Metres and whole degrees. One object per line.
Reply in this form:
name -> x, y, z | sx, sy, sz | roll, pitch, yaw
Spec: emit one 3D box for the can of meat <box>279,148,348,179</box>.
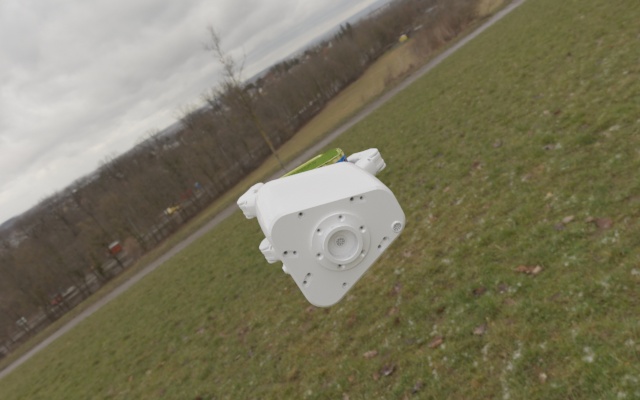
can of meat -> 0.000, 0.001, 0.528 | 0.102, 0.084, 0.057 | -31, 17, -1
